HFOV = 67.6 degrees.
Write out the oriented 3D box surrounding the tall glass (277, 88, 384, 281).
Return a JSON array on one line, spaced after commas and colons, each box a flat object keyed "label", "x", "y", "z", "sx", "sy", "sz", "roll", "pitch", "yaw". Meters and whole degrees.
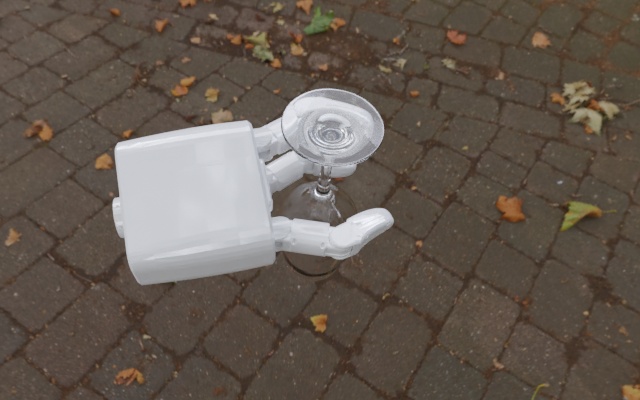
[{"label": "tall glass", "x": 0.000, "y": 0.001, "z": 0.422, "sx": 0.079, "sy": 0.079, "sz": 0.201, "roll": 0, "pitch": -34, "yaw": -6}]
